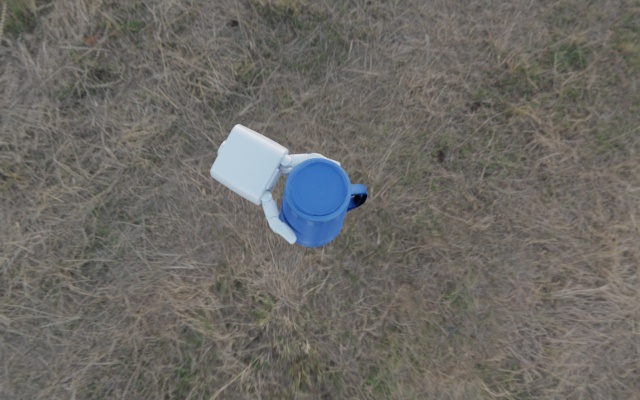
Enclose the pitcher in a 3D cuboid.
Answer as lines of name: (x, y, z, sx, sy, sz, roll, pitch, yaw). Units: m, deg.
pitcher: (0.000, 0.003, 0.878, 0.145, 0.149, 0.243, 31, -12, 3)
